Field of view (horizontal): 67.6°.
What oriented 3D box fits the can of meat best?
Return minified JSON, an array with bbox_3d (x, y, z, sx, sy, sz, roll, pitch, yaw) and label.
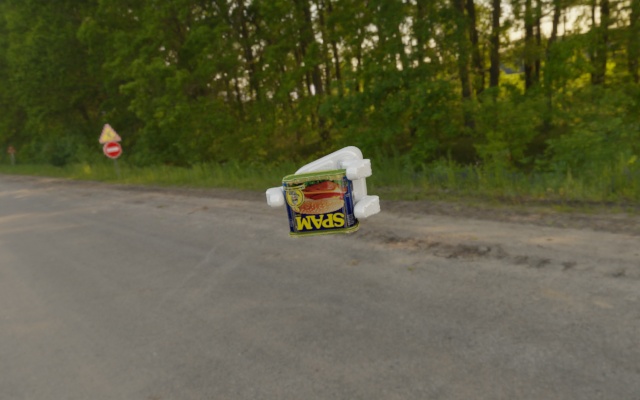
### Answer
[{"bbox_3d":[0.000,0.002,0.679,0.102,0.084,0.057,-6,12,13],"label":"can of meat"}]
